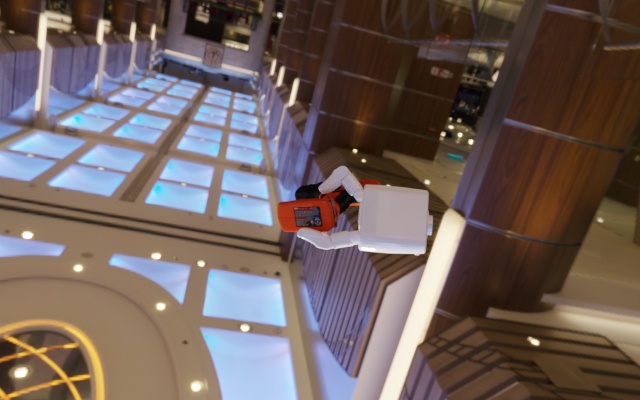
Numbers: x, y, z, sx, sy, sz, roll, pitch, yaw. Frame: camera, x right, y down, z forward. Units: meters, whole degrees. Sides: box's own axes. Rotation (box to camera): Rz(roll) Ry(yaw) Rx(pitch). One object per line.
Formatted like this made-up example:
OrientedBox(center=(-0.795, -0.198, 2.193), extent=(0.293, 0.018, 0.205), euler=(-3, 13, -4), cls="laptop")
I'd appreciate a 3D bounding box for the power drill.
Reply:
OrientedBox(center=(0.000, 0.003, 0.875), extent=(0.184, 0.057, 0.187), euler=(-4, 14, 29), cls="power drill")
